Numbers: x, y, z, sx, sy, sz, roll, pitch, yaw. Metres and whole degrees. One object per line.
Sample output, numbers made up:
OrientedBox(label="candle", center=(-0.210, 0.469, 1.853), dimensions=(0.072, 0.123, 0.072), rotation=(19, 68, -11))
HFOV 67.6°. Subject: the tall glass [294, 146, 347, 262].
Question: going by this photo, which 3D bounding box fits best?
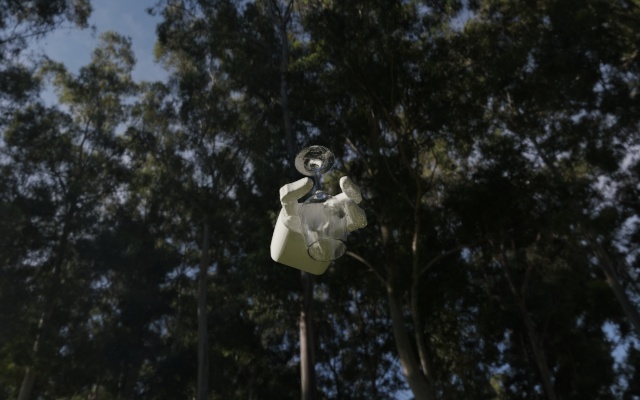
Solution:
OrientedBox(label="tall glass", center=(0.000, 0.002, 0.797), dimensions=(0.079, 0.200, 0.079), rotation=(-5, -42, -4))
